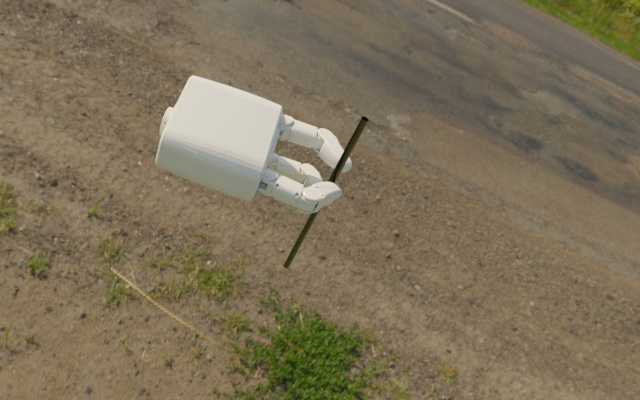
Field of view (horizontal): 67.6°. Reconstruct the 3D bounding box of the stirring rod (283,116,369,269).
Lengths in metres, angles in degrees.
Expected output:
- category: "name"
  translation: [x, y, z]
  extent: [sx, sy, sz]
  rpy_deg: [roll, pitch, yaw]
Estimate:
- category: "stirring rod"
  translation: [0.000, 0.002, 0.557]
  extent: [0.011, 0.240, 0.011]
  rpy_deg: [17, 38, -14]
